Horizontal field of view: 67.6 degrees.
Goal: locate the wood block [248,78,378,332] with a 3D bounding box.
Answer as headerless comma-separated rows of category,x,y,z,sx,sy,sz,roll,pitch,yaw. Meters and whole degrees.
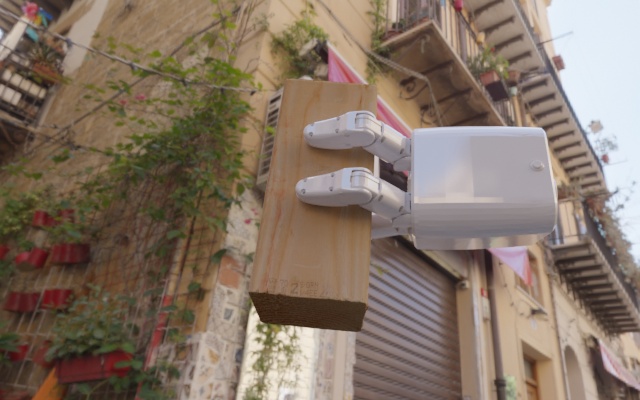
wood block,0.000,0.001,0.429,0.090,0.206,0.091,5,-29,3
